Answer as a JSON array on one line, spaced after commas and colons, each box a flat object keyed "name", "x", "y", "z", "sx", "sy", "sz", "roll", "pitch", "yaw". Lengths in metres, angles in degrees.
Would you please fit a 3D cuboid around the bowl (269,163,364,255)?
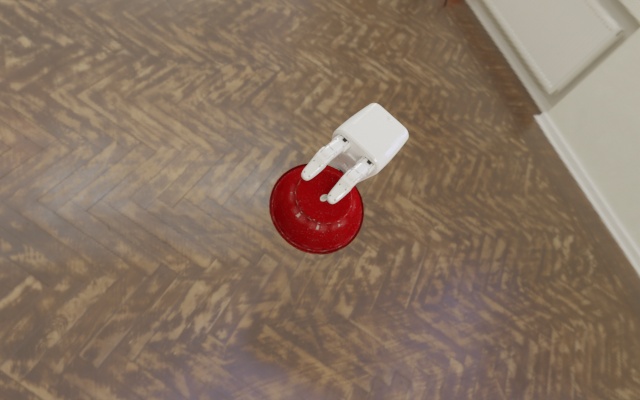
[{"name": "bowl", "x": 0.000, "y": 0.003, "z": 0.771, "sx": 0.162, "sy": 0.162, "sz": 0.055, "roll": 0, "pitch": -20, "yaw": -13}]
